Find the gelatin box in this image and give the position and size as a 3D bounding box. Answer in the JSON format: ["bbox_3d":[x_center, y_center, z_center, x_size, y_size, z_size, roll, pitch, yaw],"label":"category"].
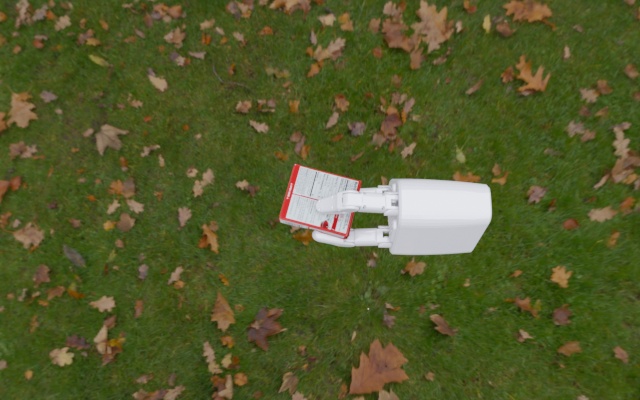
[{"bbox_3d":[0.000,0.002,0.598,0.089,0.073,0.030,15,-13,0],"label":"gelatin box"}]
